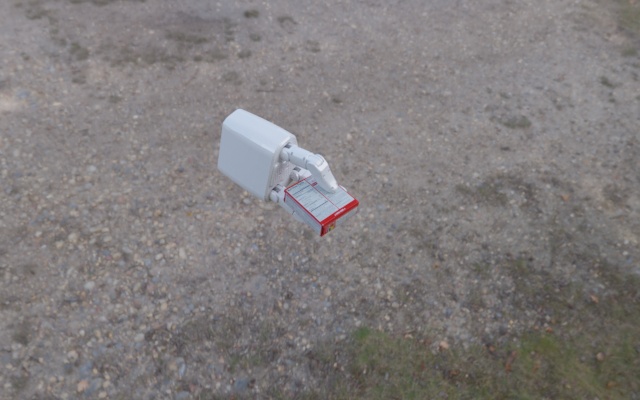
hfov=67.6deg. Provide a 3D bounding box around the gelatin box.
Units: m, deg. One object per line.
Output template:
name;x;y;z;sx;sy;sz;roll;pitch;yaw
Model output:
gelatin box;0.000;0.002;0.706;0.073;0.030;0.089;-32;58;-30
